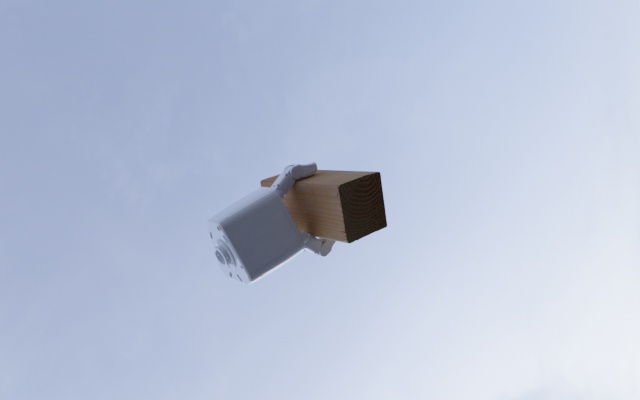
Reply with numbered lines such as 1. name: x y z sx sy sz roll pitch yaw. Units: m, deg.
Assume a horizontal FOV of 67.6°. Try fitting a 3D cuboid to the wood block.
1. wood block: 0.000 0.002 0.783 0.090 0.091 0.206 -20 16 -37
